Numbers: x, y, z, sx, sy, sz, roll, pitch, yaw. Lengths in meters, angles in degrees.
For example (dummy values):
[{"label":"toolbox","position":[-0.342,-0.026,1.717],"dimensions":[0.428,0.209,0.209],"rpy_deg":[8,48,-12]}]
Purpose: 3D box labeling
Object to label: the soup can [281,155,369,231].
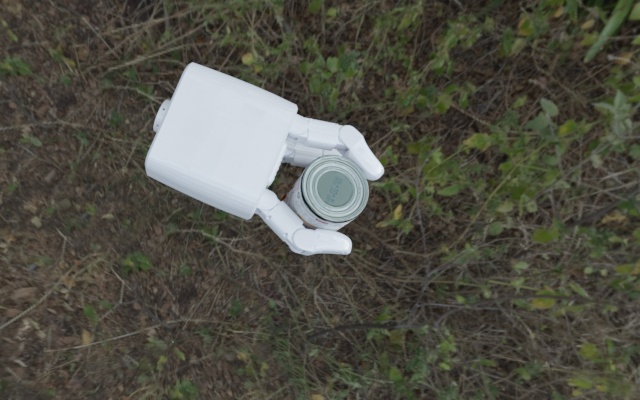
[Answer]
[{"label":"soup can","position":[0.001,0.002,0.483],"dimensions":[0.068,0.068,0.102],"rpy_deg":[0,-16,-17]}]
